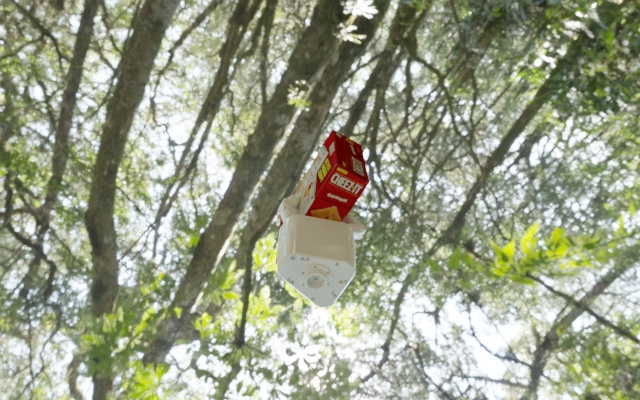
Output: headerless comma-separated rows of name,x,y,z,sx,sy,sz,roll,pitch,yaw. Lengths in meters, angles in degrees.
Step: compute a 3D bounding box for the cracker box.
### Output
cracker box,0.000,0.003,0.849,0.072,0.214,0.164,26,25,-14
